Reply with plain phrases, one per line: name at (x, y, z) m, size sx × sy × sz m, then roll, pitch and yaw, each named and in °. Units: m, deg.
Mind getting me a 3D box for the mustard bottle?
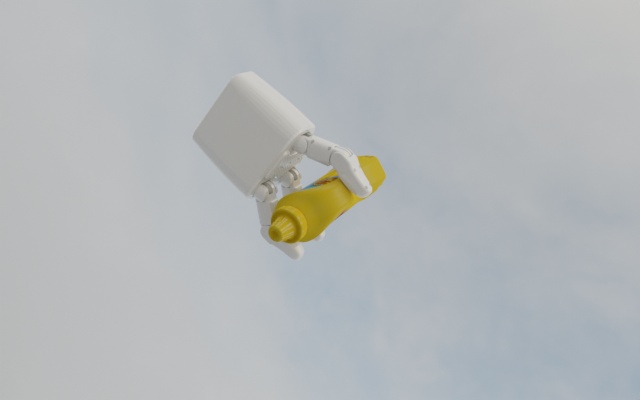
mustard bottle at (0.000, 0.002, 0.569) m, size 0.096 × 0.058 × 0.191 m, roll -23°, pitch 7°, yaw 37°
